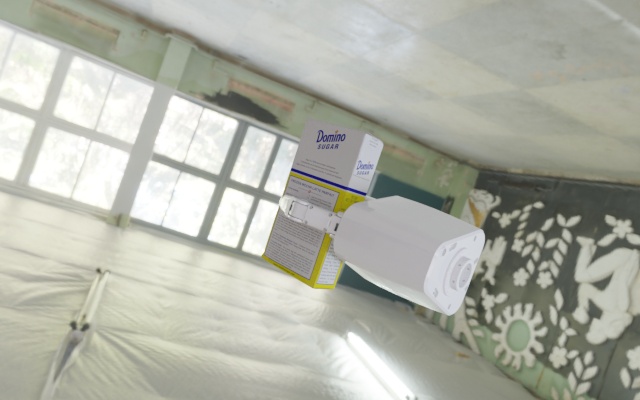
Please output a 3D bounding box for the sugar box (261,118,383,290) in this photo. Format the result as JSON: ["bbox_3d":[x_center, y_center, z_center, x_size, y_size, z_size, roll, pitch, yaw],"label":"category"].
[{"bbox_3d":[0.000,0.002,0.545,0.093,0.176,0.048,22,3,40],"label":"sugar box"}]
